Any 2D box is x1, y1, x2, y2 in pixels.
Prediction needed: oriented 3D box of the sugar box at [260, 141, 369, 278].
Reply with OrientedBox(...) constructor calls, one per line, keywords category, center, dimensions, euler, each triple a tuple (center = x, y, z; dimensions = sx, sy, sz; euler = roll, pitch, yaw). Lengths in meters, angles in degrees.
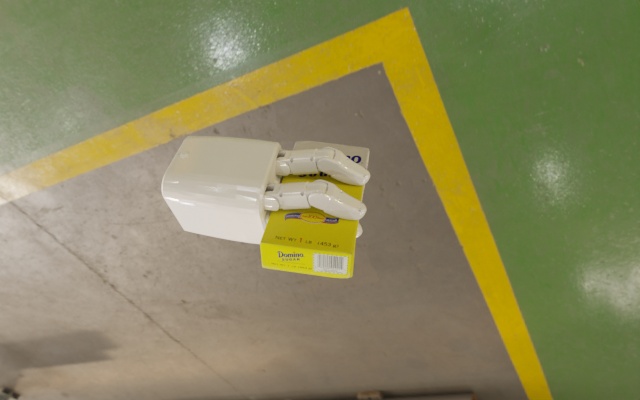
OrientedBox(category="sugar box", center=(0.000, 0.001, 0.529), dimensions=(0.093, 0.048, 0.176), euler=(7, 45, 5))
